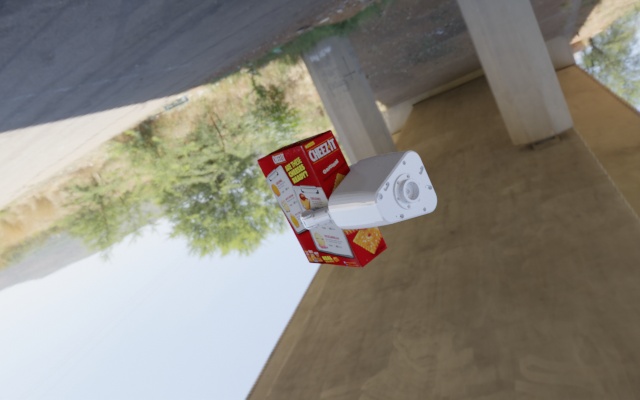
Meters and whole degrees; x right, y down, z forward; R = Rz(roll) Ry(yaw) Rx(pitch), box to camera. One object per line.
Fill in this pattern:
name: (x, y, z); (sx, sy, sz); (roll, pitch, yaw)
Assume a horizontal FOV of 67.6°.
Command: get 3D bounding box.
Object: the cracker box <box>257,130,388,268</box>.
cracker box: (0.000, 0.003, 0.799); (0.072, 0.214, 0.164); (-32, 13, -29)
